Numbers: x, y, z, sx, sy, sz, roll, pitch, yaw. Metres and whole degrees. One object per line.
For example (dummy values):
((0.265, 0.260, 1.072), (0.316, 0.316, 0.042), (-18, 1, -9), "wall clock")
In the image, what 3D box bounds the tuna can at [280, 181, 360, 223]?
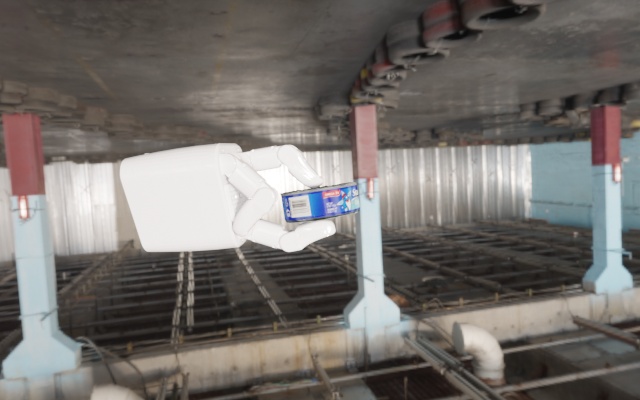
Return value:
((0.000, 0.002, 0.528), (0.086, 0.034, 0.086), (-9, 3, 0), "tuna can")
